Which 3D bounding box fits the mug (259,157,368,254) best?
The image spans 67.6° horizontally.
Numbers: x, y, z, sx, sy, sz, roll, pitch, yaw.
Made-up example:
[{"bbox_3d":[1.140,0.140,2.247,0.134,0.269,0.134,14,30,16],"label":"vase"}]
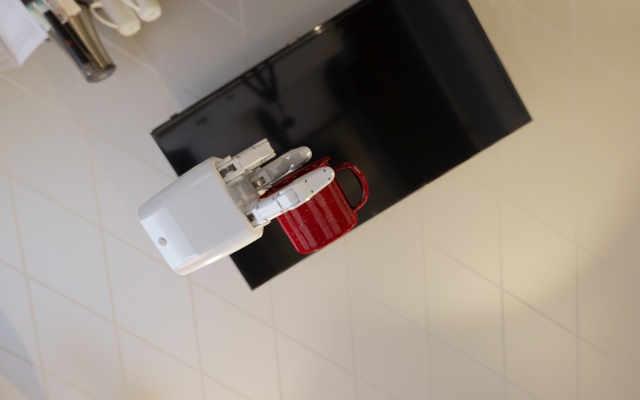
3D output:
[{"bbox_3d":[0.001,0.001,0.548,0.117,0.081,0.093,-28,8,13],"label":"mug"}]
